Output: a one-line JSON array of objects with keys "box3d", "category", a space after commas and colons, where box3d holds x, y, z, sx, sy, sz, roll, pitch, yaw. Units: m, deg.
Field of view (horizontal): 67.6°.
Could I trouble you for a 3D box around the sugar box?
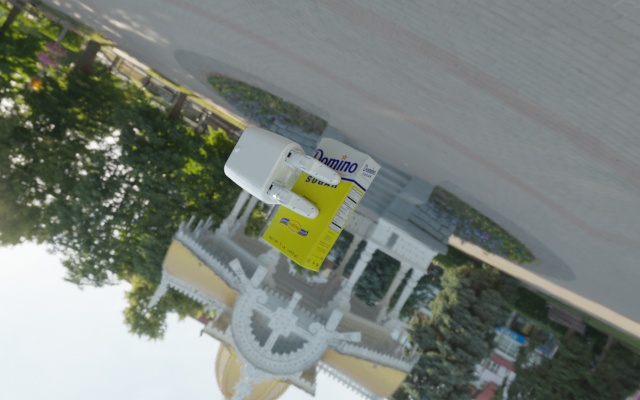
[{"box3d": [0.000, 0.002, 0.677, 0.093, 0.176, 0.048, 29, -1, 38], "category": "sugar box"}]
